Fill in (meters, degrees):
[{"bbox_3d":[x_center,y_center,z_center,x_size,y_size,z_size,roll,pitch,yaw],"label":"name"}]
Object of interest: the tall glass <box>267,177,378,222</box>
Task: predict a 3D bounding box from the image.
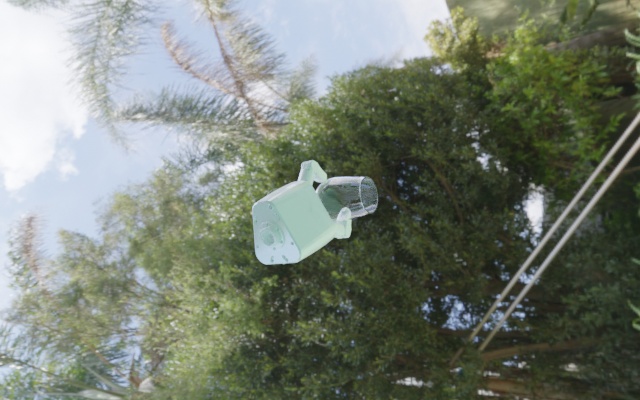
[{"bbox_3d":[0.000,0.003,0.848,0.201,0.079,0.079,-8,-5,34],"label":"tall glass"}]
